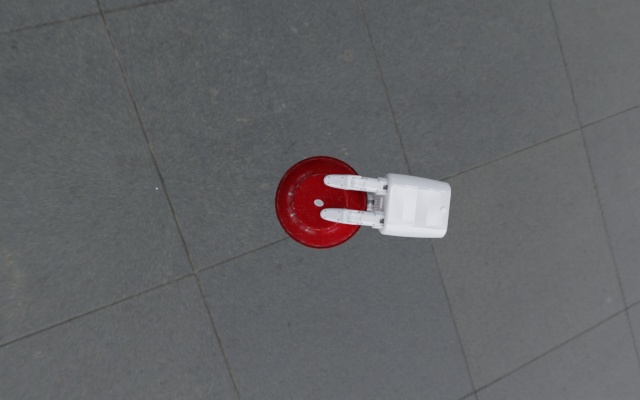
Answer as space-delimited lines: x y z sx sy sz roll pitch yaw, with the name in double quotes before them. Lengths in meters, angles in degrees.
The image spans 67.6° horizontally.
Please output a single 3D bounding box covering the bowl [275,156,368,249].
"bowl" -0.001 0.003 0.801 0.162 0.162 0.055 0 -1 2
